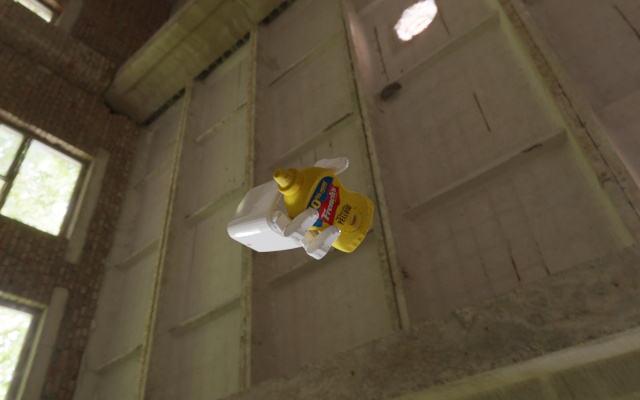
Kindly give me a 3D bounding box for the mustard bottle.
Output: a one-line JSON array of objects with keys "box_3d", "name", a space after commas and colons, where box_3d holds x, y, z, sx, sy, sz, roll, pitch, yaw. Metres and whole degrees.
[{"box_3d": [0.001, 0.003, 0.740, 0.192, 0.096, 0.058, 34, -10, -38], "name": "mustard bottle"}]
